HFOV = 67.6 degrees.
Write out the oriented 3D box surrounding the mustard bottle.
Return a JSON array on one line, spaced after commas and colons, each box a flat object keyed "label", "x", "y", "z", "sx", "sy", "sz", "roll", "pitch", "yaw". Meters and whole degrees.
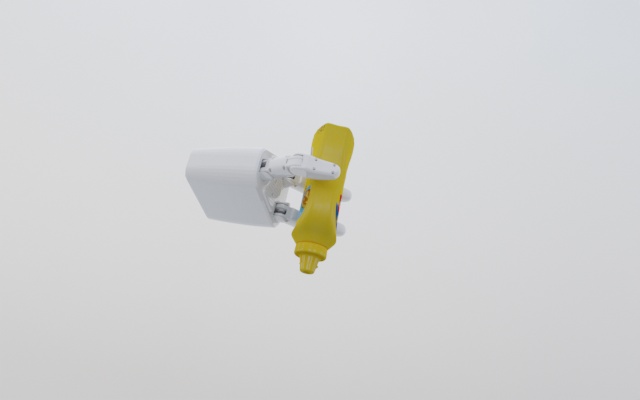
[{"label": "mustard bottle", "x": 0.000, "y": 0.002, "z": 0.621, "sx": 0.058, "sy": 0.191, "sz": 0.096, "roll": 14, "pitch": -24, "yaw": -4}]
